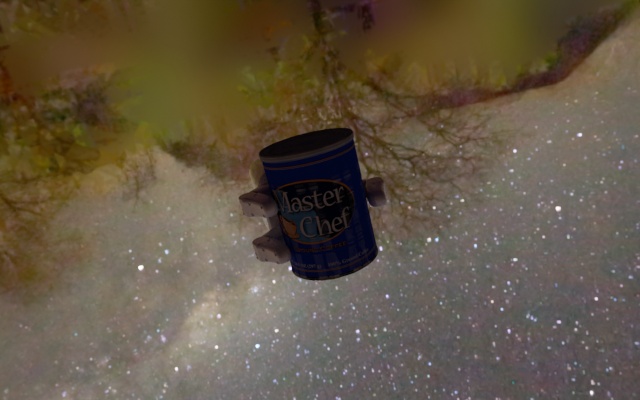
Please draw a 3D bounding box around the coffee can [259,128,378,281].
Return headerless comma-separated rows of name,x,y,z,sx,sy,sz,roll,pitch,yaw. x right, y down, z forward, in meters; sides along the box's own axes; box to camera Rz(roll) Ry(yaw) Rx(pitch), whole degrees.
coffee can,0.000,0.002,0.526,0.103,0.140,0.102,-13,18,4
